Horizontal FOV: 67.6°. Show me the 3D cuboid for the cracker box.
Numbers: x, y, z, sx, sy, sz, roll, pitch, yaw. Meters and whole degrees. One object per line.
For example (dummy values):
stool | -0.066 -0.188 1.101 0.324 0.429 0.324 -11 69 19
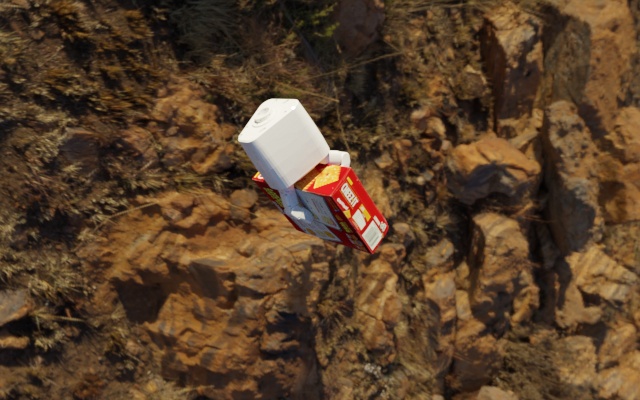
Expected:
cracker box | 0.000 0.003 0.875 0.213 0.072 0.164 14 -30 46
